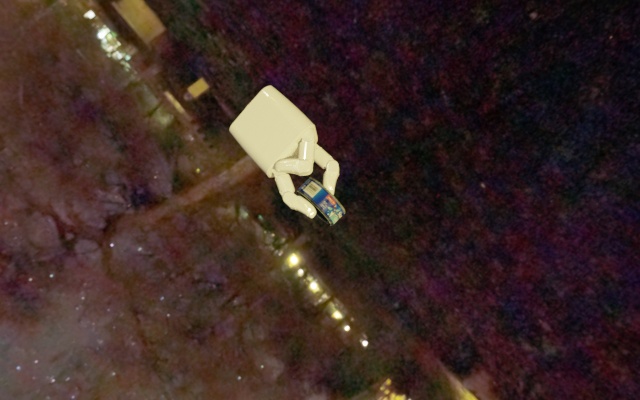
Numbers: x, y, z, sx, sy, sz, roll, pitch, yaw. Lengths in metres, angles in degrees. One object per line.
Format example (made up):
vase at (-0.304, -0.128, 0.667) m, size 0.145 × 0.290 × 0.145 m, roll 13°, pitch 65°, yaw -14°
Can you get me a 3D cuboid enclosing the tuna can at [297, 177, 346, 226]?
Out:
tuna can at (0.000, 0.003, 0.803) m, size 0.034 × 0.086 × 0.086 m, roll -45°, pitch 8°, yaw -9°
